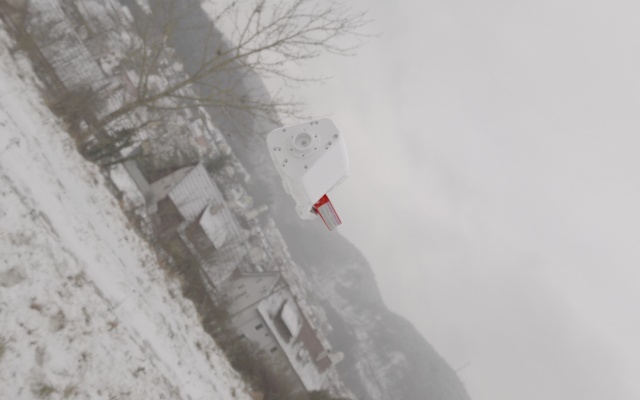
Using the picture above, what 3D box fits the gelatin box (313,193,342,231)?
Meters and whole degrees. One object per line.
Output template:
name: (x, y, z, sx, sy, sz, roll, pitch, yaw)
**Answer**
gelatin box: (0.001, 0.003, 0.862, 0.030, 0.073, 0.089, -32, -35, 0)
